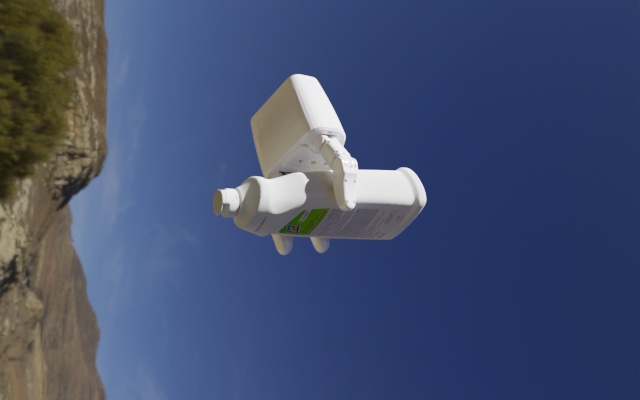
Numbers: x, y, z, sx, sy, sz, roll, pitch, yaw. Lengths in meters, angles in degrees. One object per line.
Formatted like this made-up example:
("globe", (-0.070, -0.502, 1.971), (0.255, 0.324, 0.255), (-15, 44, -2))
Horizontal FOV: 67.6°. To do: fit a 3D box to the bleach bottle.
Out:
("bleach bottle", (0.000, 0.002, 0.570), (0.251, 0.068, 0.103), (3, -42, -32))
